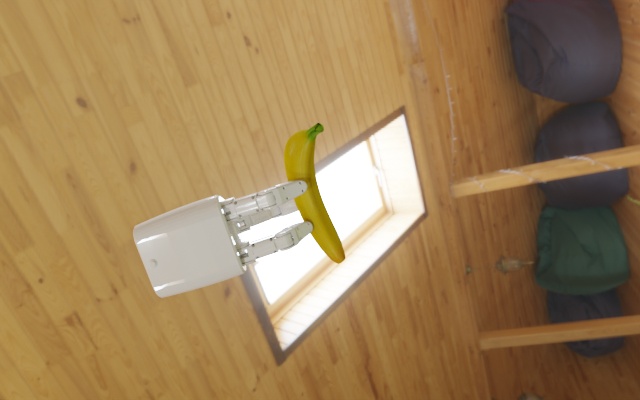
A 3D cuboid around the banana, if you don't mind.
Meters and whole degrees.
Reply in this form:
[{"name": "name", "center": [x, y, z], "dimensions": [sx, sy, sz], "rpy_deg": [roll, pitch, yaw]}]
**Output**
[{"name": "banana", "center": [-0.010, -0.008, 0.598], "dimensions": [0.037, 0.198, 0.069], "rpy_deg": [-27, 34, -22]}]
